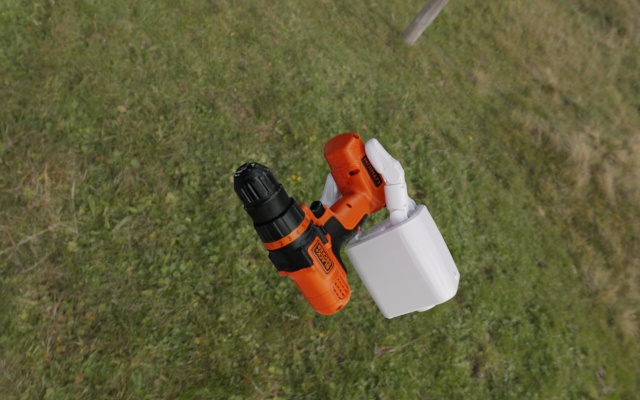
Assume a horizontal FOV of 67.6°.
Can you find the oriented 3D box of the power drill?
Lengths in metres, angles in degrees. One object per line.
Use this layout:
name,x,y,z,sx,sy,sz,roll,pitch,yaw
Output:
power drill,0.000,0.002,0.531,0.057,0.184,0.187,-11,29,40
